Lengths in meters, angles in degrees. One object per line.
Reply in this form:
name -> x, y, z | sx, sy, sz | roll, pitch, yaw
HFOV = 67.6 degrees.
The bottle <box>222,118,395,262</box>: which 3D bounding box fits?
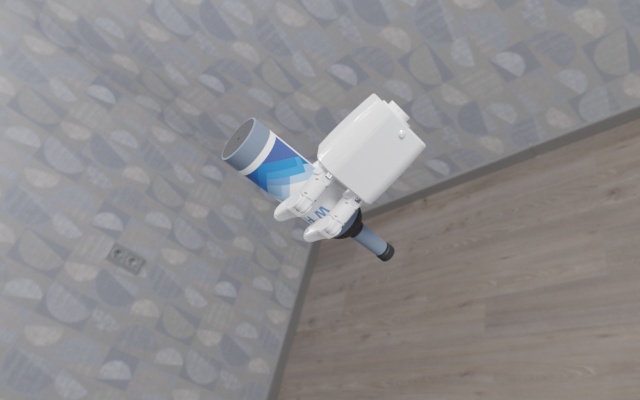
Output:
bottle -> 0.000, 0.002, 0.666 | 0.296, 0.069, 0.069 | 38, -20, -27
